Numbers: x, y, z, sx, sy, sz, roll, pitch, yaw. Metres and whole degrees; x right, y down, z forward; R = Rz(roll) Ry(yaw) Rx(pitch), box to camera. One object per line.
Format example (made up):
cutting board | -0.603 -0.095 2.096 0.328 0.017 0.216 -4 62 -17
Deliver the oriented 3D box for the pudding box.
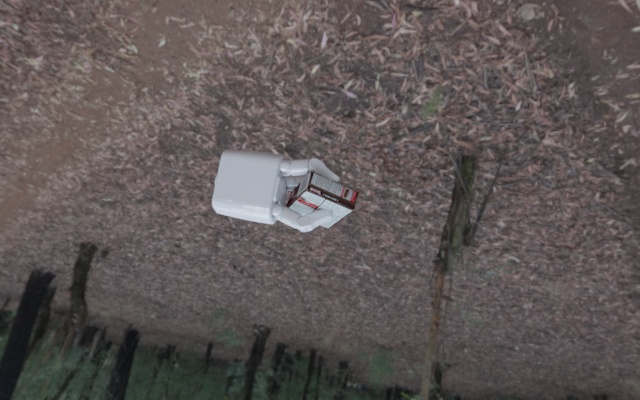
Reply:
pudding box | 0.000 0.003 0.809 0.090 0.039 0.113 23 -25 -14
